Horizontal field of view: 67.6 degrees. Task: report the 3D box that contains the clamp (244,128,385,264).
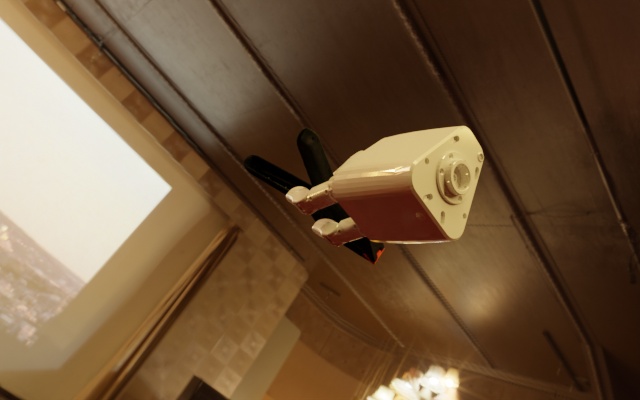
[{"bbox_3d":[0.001,0.002,0.599,0.210,0.036,0.164,48,-26,-24],"label":"clamp"}]
